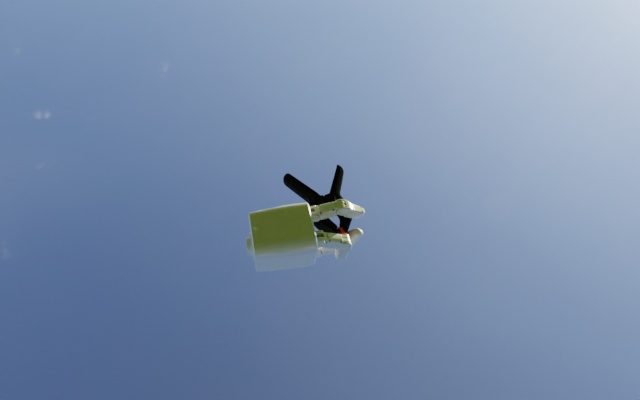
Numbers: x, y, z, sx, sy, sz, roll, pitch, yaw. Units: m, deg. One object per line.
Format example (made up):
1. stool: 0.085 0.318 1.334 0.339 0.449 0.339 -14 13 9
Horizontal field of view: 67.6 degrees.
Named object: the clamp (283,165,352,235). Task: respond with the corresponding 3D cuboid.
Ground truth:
1. clamp: 0.000 0.003 0.877 0.120 0.171 0.039 -8 -39 -9
